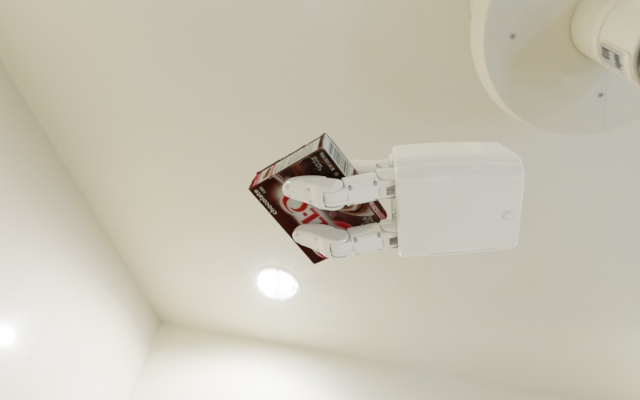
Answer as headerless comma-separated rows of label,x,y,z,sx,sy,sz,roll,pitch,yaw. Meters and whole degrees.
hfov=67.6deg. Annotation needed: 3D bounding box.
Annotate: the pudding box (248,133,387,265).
pudding box,0.000,0.001,0.472,0.090,0.113,0.039,-28,24,24
